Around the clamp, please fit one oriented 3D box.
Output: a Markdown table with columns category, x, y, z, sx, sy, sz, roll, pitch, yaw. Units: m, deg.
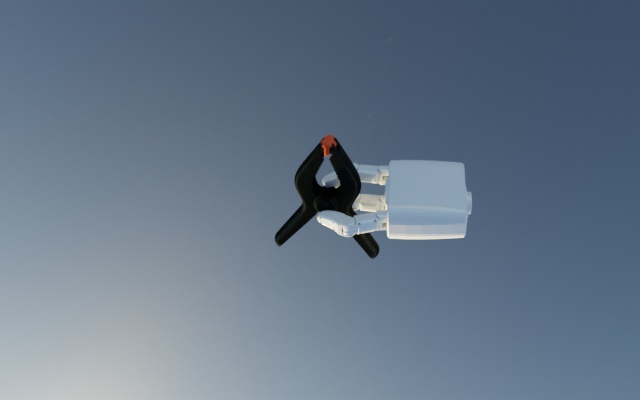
| category | x | y | z | sx | sy | sz | roll | pitch | yaw |
| --- | --- | --- | --- | --- | --- | --- | --- | --- | --- |
| clamp | 0.000 | 0.002 | 0.696 | 0.164 | 0.210 | 0.036 | 0 | 38 | 11 |
